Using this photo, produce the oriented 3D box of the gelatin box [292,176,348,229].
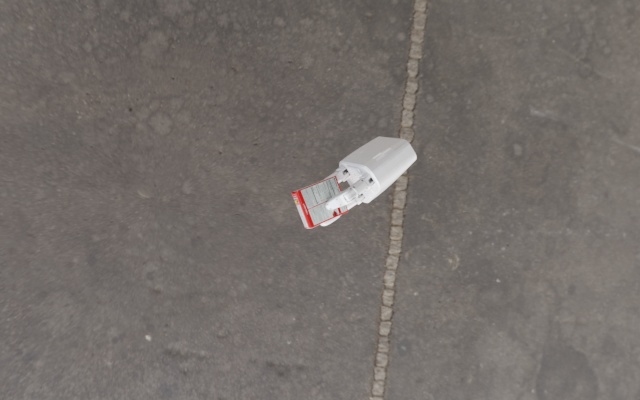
[{"bbox_3d":[0.000,0.003,0.890,0.089,0.073,0.030,-23,5,-26],"label":"gelatin box"}]
